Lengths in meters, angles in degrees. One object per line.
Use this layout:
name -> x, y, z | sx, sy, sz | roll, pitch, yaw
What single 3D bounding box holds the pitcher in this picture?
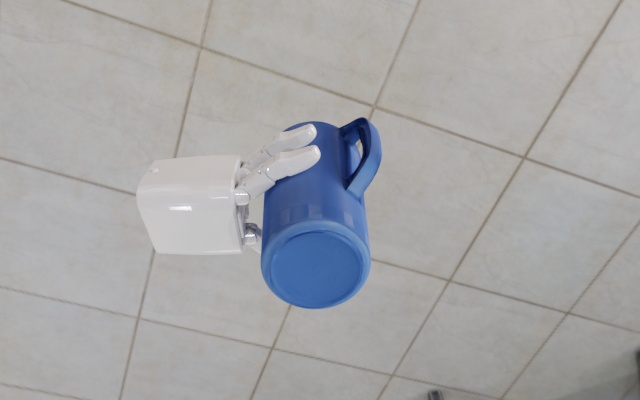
pitcher -> 0.000, 0.002, 0.556 | 0.145, 0.149, 0.242 | -1, 29, -1
